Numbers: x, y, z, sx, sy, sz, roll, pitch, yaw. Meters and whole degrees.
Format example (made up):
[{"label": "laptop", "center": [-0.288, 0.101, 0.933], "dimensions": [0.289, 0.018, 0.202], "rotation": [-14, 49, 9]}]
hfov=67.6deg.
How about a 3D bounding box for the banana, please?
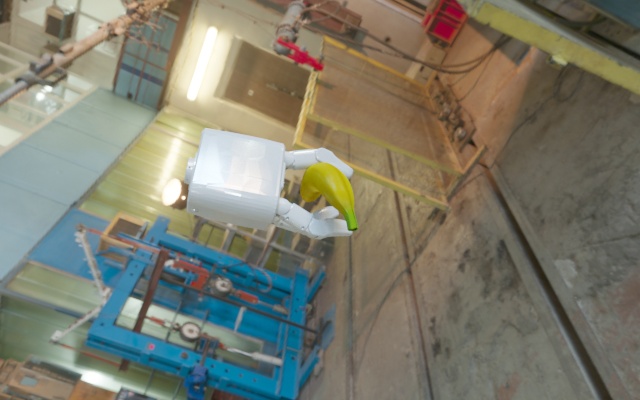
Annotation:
[{"label": "banana", "center": [0.002, -0.016, 0.615], "dimensions": [0.037, 0.069, 0.197], "rotation": [1, 10, -16]}]
